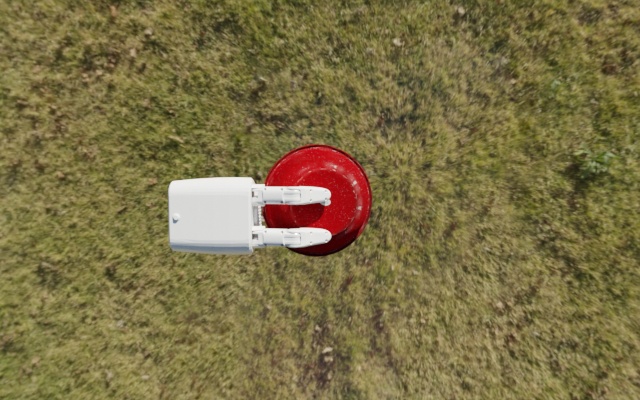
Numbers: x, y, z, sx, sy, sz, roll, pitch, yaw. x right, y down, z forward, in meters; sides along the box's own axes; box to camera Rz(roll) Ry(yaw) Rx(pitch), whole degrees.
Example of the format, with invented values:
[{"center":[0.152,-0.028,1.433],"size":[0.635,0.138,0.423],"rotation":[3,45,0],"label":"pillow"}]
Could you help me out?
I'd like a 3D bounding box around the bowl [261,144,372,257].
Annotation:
[{"center":[0.001,0.002,0.659],"size":[0.162,0.162,0.055],"rotation":[0,3,-10],"label":"bowl"}]
